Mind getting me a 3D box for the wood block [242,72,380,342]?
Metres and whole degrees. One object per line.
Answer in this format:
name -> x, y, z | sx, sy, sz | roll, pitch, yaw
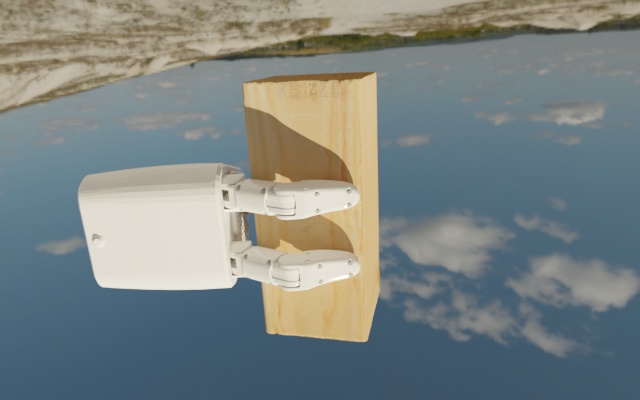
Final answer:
wood block -> 0.000, 0.001, 0.402 | 0.090, 0.206, 0.090 | 1, 19, 13
